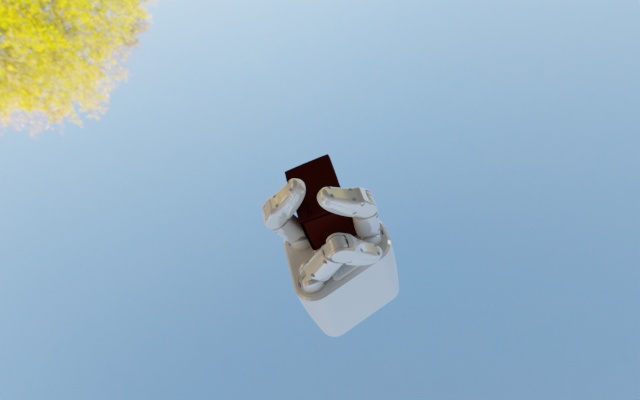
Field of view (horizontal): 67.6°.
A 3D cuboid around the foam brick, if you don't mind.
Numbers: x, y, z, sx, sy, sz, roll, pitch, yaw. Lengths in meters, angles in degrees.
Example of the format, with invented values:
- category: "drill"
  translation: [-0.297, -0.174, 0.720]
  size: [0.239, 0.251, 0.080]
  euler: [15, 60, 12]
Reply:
- category: "foam brick"
  translation: [0.000, 0.001, 0.504]
  size: [0.053, 0.078, 0.051]
  euler: [-20, -40, 3]
